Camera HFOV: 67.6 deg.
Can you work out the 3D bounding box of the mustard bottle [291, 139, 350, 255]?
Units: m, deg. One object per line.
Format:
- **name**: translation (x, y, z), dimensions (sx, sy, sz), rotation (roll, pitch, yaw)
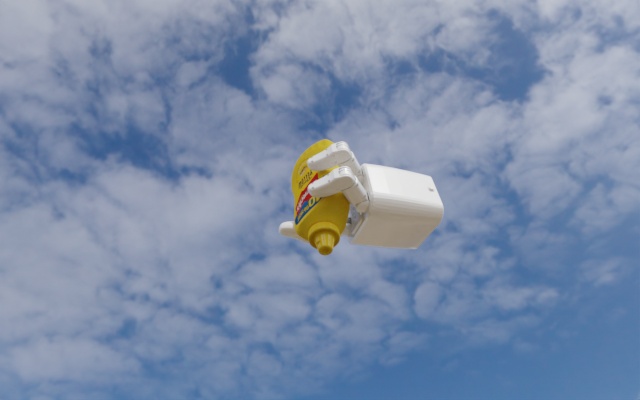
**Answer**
- **mustard bottle**: translation (0.000, 0.002, 0.666), dimensions (0.058, 0.191, 0.096), rotation (29, -58, -26)
